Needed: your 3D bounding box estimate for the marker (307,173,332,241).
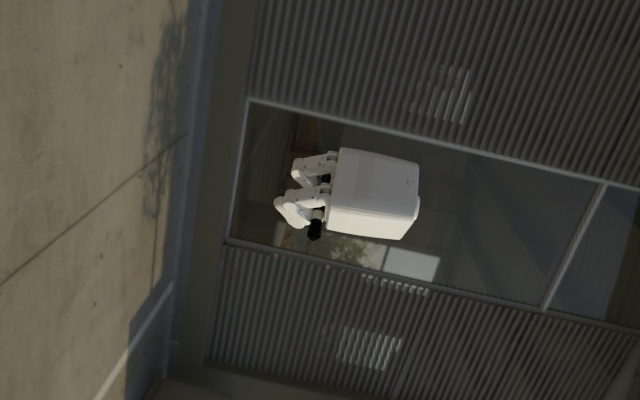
[{"bbox_3d":[0.000,0.002,0.652,0.020,0.121,0.020,7,-35,5],"label":"marker"}]
